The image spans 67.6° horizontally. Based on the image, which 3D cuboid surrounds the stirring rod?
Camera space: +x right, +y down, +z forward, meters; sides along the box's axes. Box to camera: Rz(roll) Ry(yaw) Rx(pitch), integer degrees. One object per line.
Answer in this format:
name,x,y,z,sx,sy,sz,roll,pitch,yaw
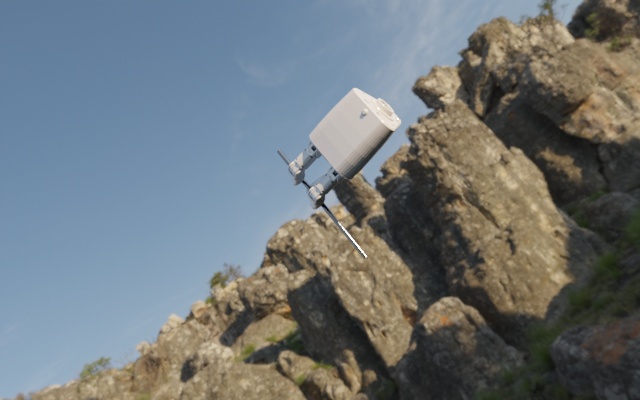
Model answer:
stirring rod,0.000,0.003,0.803,0.011,0.239,0.011,-36,-16,-12
